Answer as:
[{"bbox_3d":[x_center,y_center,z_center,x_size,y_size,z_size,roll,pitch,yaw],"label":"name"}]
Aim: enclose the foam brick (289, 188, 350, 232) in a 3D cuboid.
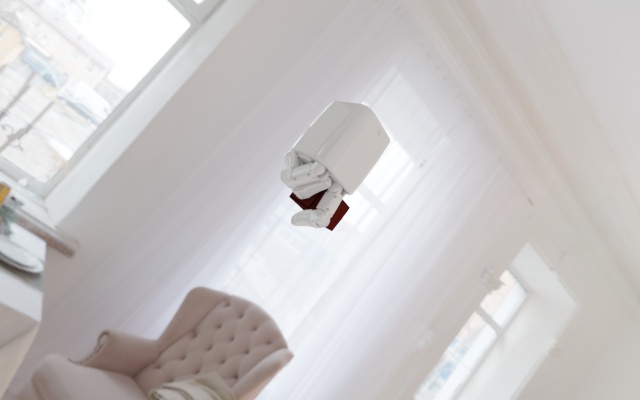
[{"bbox_3d":[0.000,0.003,0.746,0.053,0.051,0.078,31,-11,42],"label":"foam brick"}]
